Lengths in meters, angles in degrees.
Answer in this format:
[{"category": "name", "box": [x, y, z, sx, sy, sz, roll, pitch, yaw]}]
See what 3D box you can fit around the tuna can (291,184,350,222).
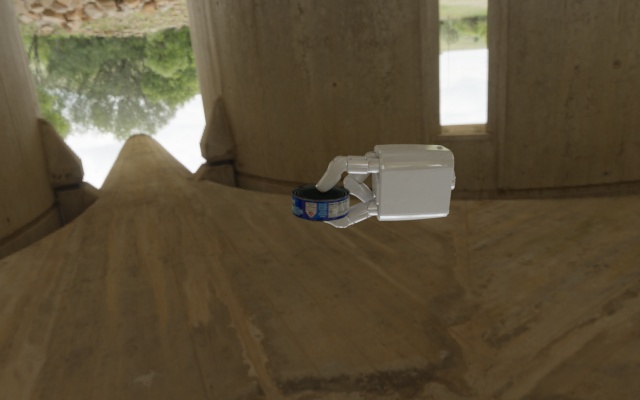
[{"category": "tuna can", "box": [0.000, 0.003, 0.703, 0.086, 0.034, 0.086, 1, 17, 0]}]
